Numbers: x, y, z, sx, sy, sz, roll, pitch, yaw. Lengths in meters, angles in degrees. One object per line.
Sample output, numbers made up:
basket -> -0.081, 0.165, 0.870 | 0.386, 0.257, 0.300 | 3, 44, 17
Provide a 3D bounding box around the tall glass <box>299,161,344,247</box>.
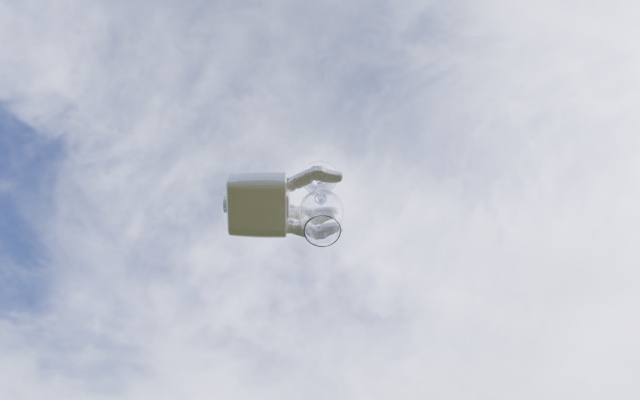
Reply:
tall glass -> 0.000, 0.002, 0.858 | 0.079, 0.079, 0.201 | 0, 28, -2
